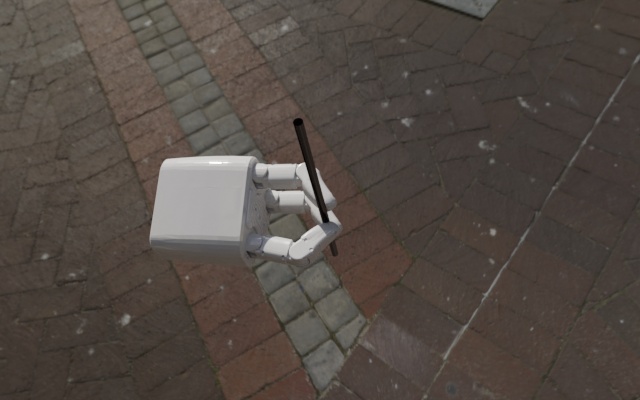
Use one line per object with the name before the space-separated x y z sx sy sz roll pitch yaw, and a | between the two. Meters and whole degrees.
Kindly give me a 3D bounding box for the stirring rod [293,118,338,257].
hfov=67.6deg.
stirring rod | 0.000 0.002 0.467 0.011 0.011 0.240 0 -31 10
